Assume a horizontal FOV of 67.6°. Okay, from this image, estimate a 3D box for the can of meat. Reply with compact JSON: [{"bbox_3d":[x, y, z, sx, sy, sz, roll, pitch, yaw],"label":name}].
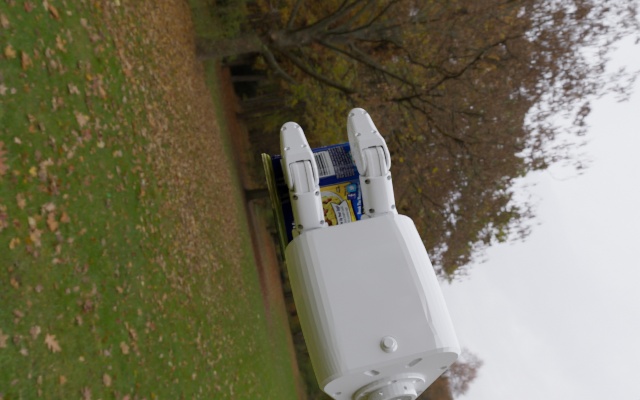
[{"bbox_3d":[0.000,0.001,0.408,0.084,0.057,0.102,-11,-43,-5],"label":"can of meat"}]
